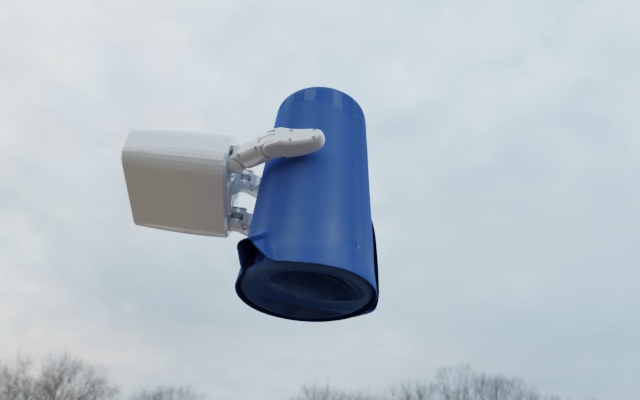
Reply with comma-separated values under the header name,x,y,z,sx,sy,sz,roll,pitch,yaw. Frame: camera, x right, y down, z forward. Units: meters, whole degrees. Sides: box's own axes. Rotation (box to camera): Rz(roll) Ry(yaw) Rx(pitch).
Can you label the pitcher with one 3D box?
name,x,y,z,sx,sy,sz,roll,pitch,yaw
pitcher,0.000,0.002,0.517,0.145,0.242,0.149,5,-35,0
